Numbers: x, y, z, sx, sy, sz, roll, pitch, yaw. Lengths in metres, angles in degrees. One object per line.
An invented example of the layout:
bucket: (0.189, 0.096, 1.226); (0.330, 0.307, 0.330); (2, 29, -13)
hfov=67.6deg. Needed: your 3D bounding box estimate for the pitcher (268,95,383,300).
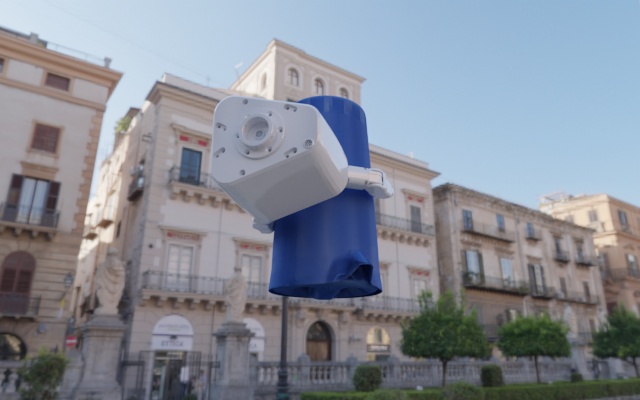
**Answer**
pitcher: (0.000, 0.002, 0.602); (0.149, 0.242, 0.145); (-5, -19, 15)
